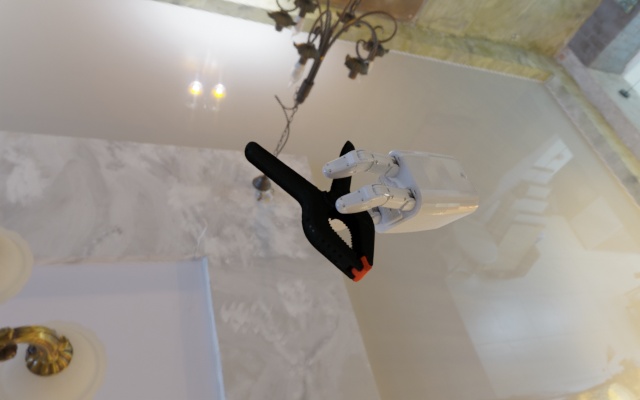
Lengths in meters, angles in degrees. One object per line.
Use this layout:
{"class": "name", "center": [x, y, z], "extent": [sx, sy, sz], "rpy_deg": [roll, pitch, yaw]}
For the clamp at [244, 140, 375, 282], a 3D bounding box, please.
{"class": "clamp", "center": [0.000, 0.003, 0.588], "extent": [0.164, 0.209, 0.036], "rpy_deg": [0, -37, -28]}
